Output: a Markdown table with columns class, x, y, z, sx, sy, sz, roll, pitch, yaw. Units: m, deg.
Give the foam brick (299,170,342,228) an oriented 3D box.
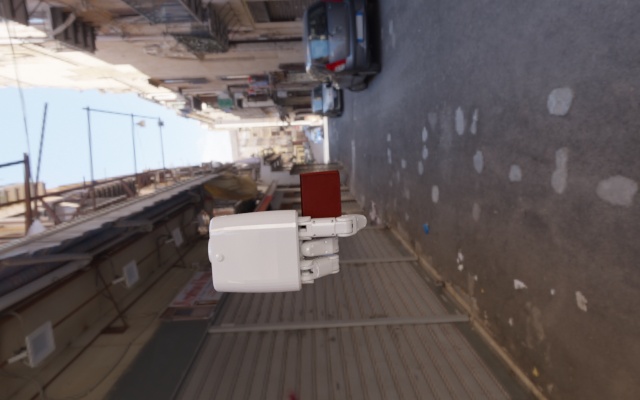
| class | x | y | z | sx | sy | sz | roll | pitch | yaw |
| --- | --- | --- | --- | --- | --- | --- | --- | --- | --- |
| foam brick | 0.000 | 0.002 | 0.614 | 0.051 | 0.078 | 0.053 | -3 | 6 | 0 |
